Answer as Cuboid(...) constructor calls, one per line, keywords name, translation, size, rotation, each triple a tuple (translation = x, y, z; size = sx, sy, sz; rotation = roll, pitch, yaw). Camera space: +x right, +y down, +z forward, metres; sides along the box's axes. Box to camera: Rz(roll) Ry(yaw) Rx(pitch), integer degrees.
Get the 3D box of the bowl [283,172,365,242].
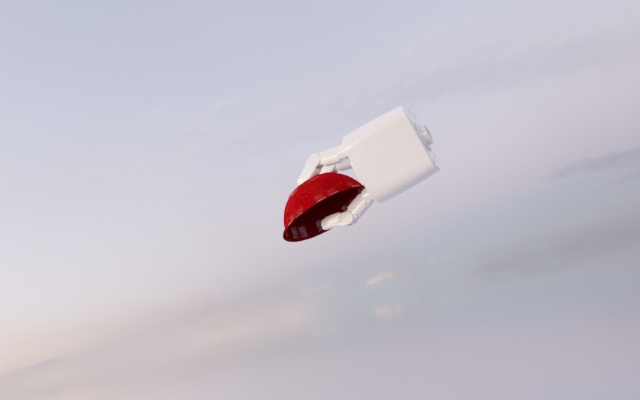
Cuboid(name="bowl", translation=(-0.001, 0.003, 0.772), size=(0.162, 0.055, 0.162), rotation=(-27, -20, -10))
